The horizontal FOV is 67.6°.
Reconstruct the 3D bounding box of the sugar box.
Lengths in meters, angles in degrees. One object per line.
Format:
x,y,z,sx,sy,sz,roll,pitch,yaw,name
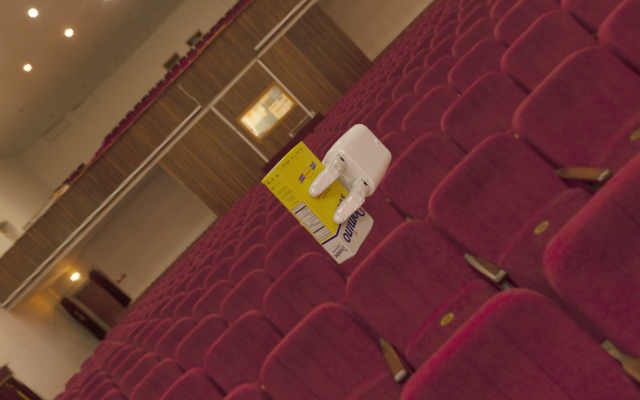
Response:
0.000,0.002,0.735,0.048,0.176,0.093,-39,10,42,sugar box
